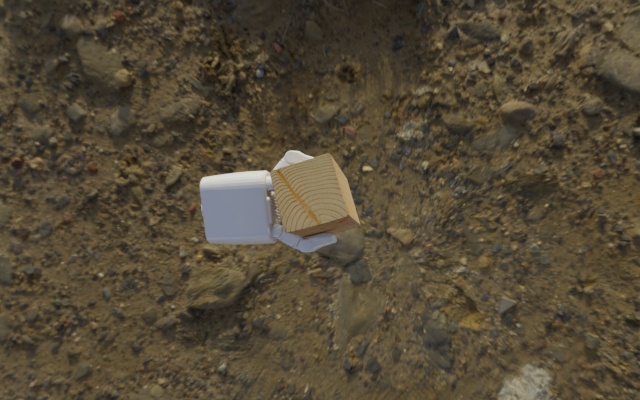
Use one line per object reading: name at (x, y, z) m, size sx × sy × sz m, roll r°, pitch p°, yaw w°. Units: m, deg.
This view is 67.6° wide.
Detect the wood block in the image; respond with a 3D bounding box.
wood block at (0.000, 0.003, 0.735) m, size 0.090 × 0.091 × 0.206 m, roll -16°, pitch -9°, yaw 7°
